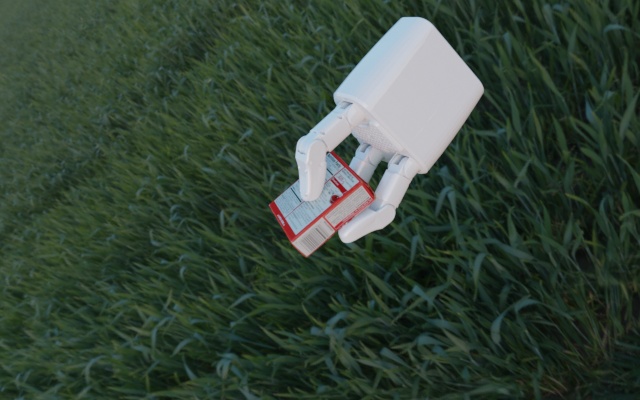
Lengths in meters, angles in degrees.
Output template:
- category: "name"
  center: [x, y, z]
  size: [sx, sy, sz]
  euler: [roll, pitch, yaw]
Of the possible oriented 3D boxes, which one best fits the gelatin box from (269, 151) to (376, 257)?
- category: "gelatin box"
  center: [0.000, 0.001, 0.467]
  size: [0.030, 0.089, 0.073]
  euler: [49, 1, -37]
